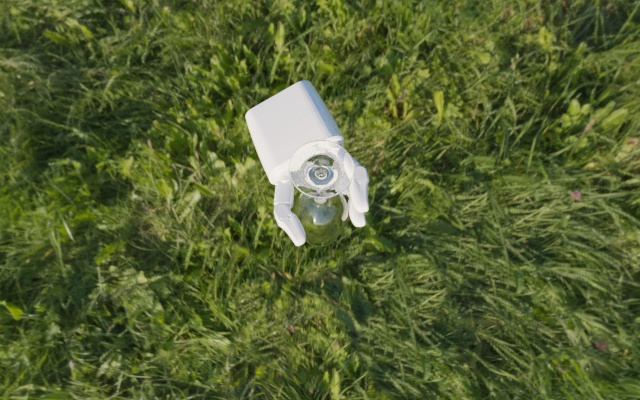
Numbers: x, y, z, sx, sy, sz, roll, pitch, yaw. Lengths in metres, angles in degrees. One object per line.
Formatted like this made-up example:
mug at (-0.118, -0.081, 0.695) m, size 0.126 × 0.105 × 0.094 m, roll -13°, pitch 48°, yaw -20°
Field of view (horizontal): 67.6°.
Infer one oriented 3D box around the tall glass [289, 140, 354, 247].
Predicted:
tall glass at (0.000, 0.002, 0.629) m, size 0.079 × 0.079 × 0.201 m, roll 0°, pitch -23°, yaw 0°
